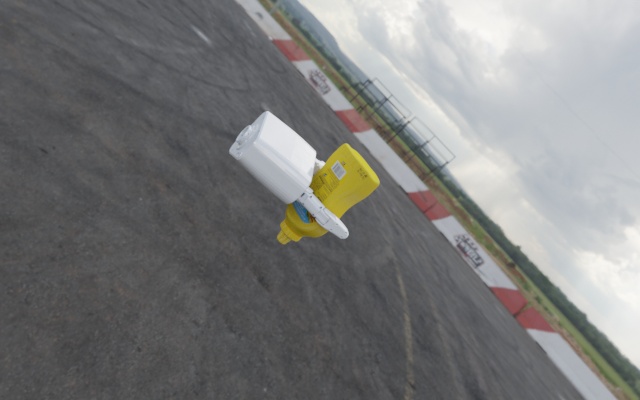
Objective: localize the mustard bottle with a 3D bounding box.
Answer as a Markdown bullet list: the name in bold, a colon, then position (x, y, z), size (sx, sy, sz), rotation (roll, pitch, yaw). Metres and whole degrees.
- **mustard bottle**: position (0.001, 0.003, 0.775), size (0.058, 0.191, 0.096), rotation (32, 19, -47)
